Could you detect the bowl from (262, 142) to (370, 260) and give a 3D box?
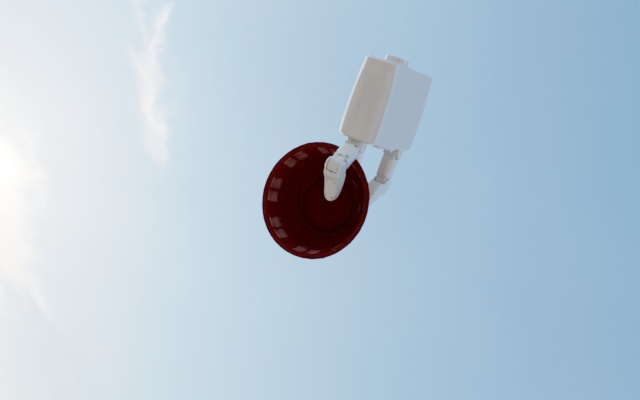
[{"bbox_3d":[-0.001,0.003,0.671,0.162,0.162,0.055,0,-8,25],"label":"bowl"}]
